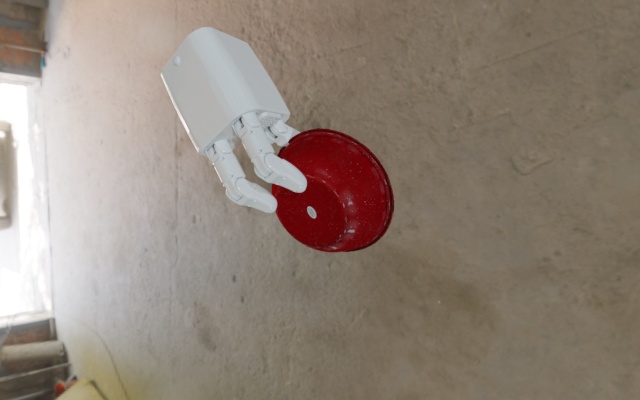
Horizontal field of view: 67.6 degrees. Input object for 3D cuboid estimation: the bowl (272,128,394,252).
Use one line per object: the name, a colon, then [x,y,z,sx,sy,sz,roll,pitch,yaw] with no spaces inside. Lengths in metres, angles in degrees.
bowl: [0.001,0.003,0.553,0.162,0.162,0.055,0,25,31]
